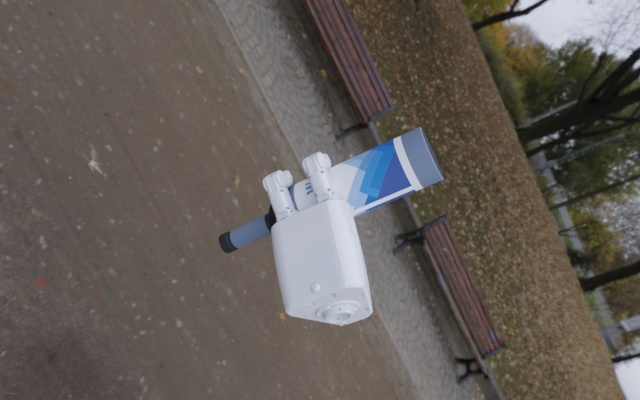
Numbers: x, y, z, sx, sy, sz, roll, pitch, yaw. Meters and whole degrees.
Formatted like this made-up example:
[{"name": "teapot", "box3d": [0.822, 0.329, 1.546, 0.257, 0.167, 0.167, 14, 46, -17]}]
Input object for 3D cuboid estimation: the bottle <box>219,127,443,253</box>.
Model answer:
[{"name": "bottle", "box3d": [0.000, 0.002, 0.594, 0.296, 0.069, 0.069, -24, -8, 18]}]
